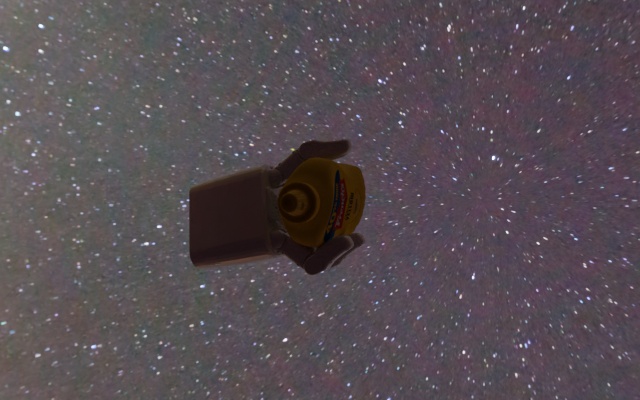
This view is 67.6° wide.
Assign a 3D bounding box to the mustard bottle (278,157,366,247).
[{"bbox_3d":[0.000,0.002,0.529,0.058,0.096,0.191,14,4,18],"label":"mustard bottle"}]
